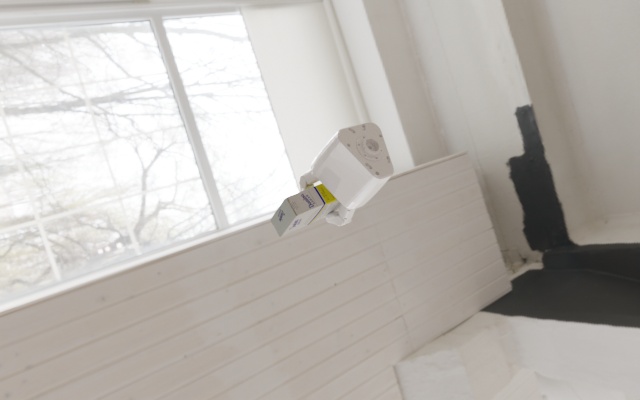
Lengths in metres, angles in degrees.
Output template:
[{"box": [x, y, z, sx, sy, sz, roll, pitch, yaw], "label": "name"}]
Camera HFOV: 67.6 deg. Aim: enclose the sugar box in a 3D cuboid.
[{"box": [0.000, 0.002, 0.888, 0.176, 0.048, 0.093, -19, -18, -33], "label": "sugar box"}]
